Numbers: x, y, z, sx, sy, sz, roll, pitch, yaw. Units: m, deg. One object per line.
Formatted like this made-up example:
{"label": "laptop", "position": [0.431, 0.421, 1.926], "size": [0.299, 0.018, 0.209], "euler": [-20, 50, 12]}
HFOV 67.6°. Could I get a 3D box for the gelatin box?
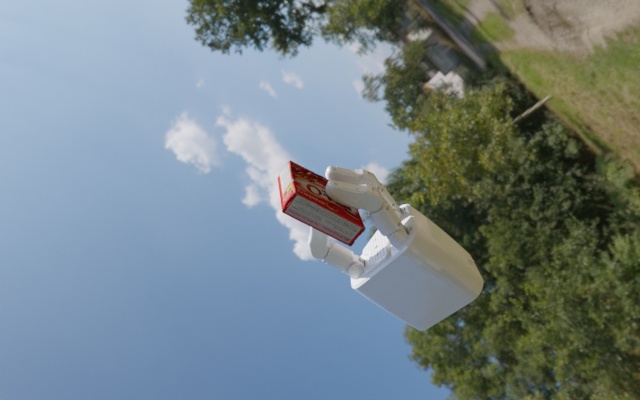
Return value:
{"label": "gelatin box", "position": [0.000, 0.002, 0.509], "size": [0.089, 0.030, 0.073], "euler": [27, 23, -22]}
